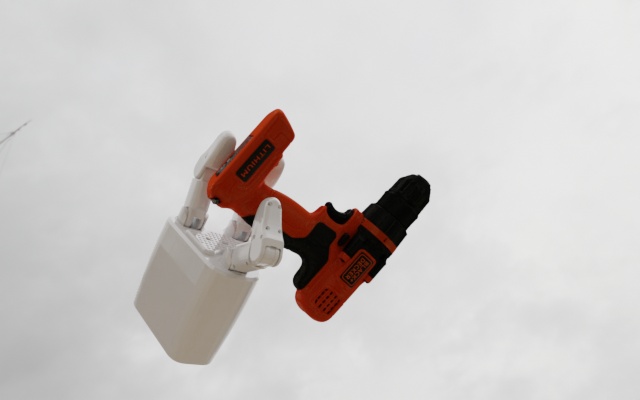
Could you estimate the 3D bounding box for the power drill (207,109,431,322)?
[{"bbox_3d":[0.000,0.001,0.468,0.188,0.184,0.057,43,-7,-16],"label":"power drill"}]
